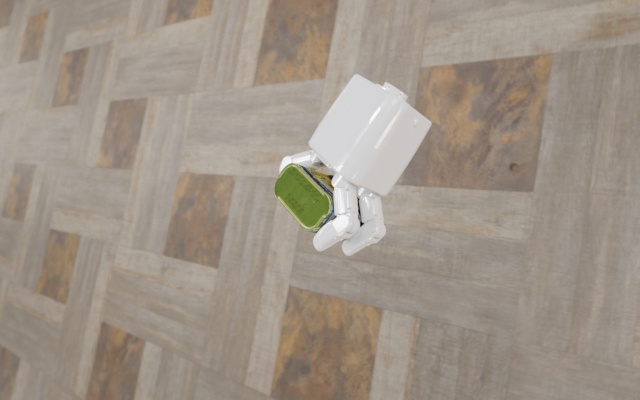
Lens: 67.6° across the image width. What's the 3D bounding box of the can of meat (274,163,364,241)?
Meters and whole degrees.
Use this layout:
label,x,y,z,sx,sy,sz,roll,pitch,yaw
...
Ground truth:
label,x,y,z,sx,sy,sz,roll,pitch,yaw
can of meat,0.000,0.002,0.602,0.084,0.057,0.102,17,23,-52
